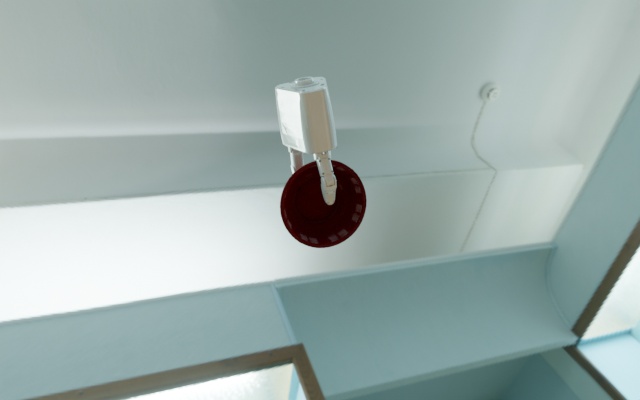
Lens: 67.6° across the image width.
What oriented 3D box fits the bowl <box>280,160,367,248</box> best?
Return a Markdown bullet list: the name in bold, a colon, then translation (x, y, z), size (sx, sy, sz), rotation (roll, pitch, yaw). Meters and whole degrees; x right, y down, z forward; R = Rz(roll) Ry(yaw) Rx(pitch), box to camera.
- **bowl**: translation (0.000, 0.004, 0.877), size (0.162, 0.162, 0.055), rotation (0, 10, -16)
